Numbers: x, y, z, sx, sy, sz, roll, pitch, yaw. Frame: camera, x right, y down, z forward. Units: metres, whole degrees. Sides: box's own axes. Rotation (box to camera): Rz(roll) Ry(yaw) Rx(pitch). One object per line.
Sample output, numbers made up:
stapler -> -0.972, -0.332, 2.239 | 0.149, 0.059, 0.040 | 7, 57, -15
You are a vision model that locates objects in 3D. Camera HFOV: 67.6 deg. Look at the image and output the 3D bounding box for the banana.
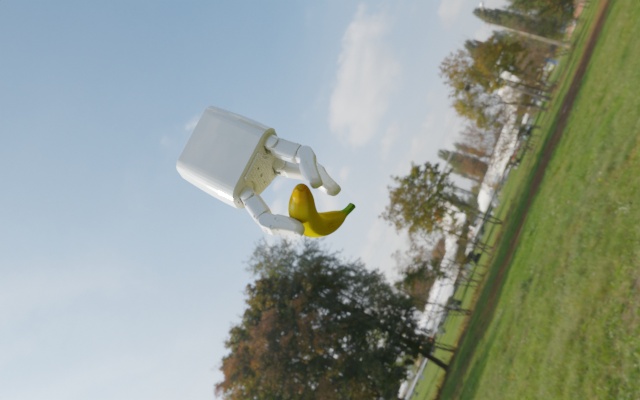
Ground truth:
banana -> -0.007, 0.019, 0.665 | 0.037, 0.069, 0.198 | 28, 4, 22
